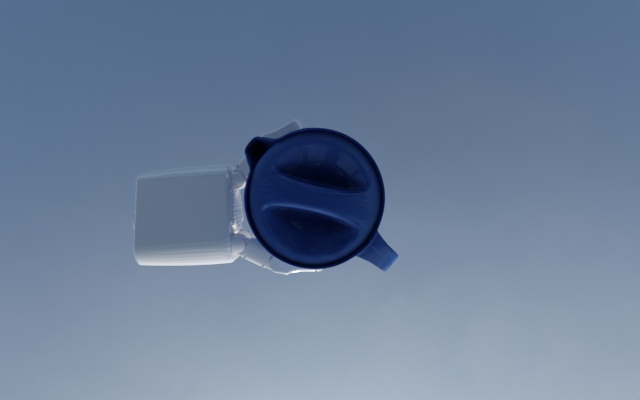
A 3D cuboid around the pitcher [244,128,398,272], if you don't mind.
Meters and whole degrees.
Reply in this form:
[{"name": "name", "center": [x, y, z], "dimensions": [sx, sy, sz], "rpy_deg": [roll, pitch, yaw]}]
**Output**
[{"name": "pitcher", "center": [0.000, 0.002, 0.561], "dimensions": [0.145, 0.149, 0.243], "rpy_deg": [-6, 2, -1]}]
